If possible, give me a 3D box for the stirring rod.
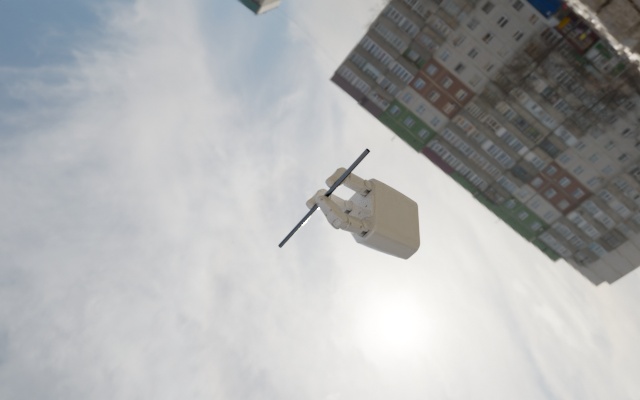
[{"bbox_3d":[0.000,0.002,0.762,0.011,0.011,0.240,0,-39,-49],"label":"stirring rod"}]
